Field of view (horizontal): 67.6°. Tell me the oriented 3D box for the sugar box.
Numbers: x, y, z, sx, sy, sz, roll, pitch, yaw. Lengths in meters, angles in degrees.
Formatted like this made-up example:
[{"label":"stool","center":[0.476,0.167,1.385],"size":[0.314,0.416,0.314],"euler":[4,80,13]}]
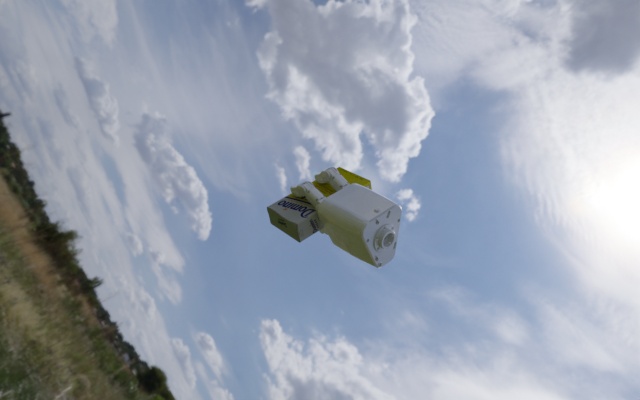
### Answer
[{"label":"sugar box","center":[0.000,0.002,0.873],"size":[0.176,0.048,0.093],"euler":[-29,36,-30]}]
